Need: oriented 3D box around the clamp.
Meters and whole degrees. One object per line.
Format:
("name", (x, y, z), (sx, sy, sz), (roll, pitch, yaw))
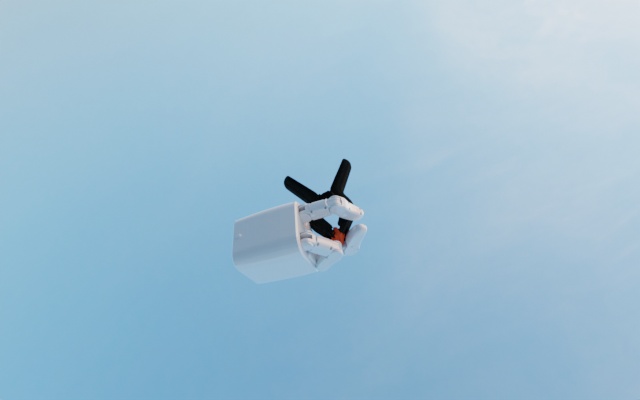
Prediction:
("clamp", (0.000, 0.003, 0.788), (0.120, 0.171, 0.039), (-15, -45, 9))
